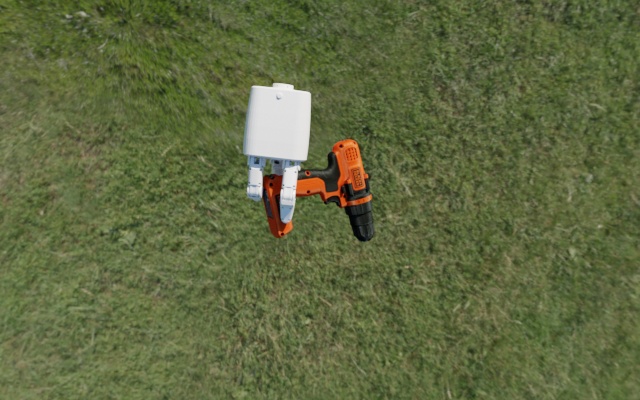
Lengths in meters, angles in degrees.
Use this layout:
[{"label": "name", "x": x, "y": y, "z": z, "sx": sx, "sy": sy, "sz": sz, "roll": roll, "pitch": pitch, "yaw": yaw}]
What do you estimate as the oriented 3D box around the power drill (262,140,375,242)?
[{"label": "power drill", "x": 0.000, "y": 0.003, "z": 0.821, "sx": 0.187, "sy": 0.184, "sz": 0.057, "roll": -17, "pitch": 8, "yaw": -21}]
